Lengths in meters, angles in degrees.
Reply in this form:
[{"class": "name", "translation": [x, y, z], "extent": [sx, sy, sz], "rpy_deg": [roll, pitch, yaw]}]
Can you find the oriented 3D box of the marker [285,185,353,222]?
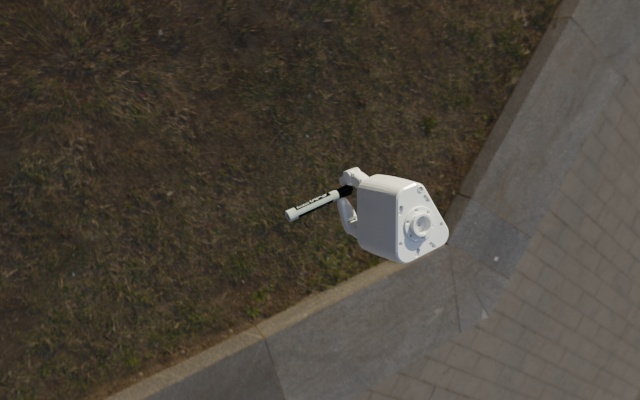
[{"class": "marker", "translation": [0.000, 0.003, 0.771], "extent": [0.121, 0.020, 0.020], "rpy_deg": [-24, 8, -20]}]
